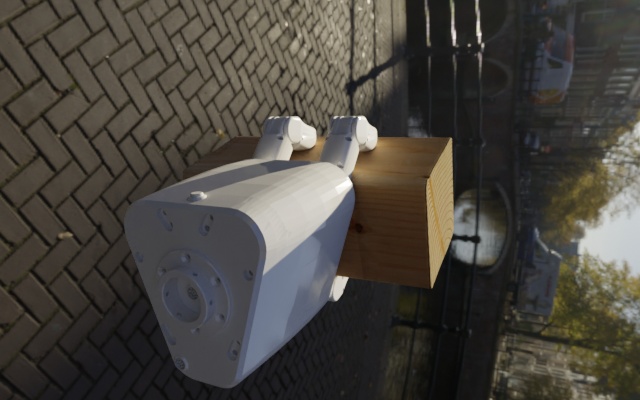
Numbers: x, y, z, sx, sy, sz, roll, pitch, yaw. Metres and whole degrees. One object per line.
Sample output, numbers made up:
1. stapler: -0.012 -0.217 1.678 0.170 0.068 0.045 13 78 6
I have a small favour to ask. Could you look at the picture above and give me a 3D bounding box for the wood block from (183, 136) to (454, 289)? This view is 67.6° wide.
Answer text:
1. wood block: 0.000 0.002 0.408 0.206 0.091 0.090 4 30 25
